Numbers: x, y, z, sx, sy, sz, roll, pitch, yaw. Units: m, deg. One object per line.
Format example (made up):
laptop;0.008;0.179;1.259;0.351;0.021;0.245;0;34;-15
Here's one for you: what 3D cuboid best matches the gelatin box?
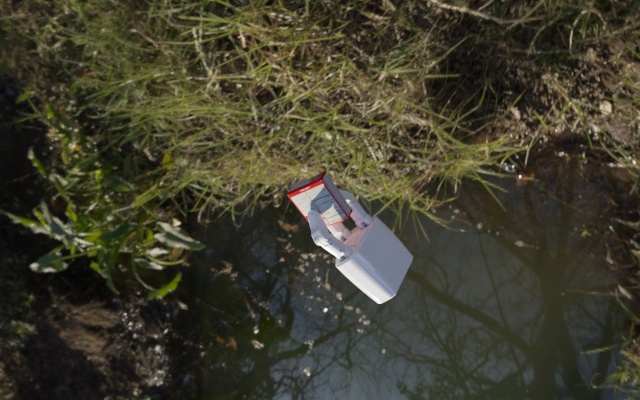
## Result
gelatin box;0.000;0.003;0.804;0.073;0.089;0.030;-22;27;32
